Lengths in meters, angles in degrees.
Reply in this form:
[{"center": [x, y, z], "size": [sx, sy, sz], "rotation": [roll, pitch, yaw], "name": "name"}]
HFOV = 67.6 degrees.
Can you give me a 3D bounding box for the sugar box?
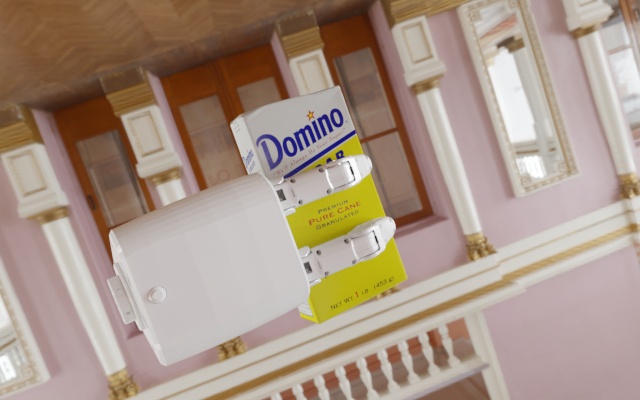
[{"center": [0.000, 0.001, 0.401], "size": [0.093, 0.176, 0.048], "rotation": [-22, 6, -24], "name": "sugar box"}]
